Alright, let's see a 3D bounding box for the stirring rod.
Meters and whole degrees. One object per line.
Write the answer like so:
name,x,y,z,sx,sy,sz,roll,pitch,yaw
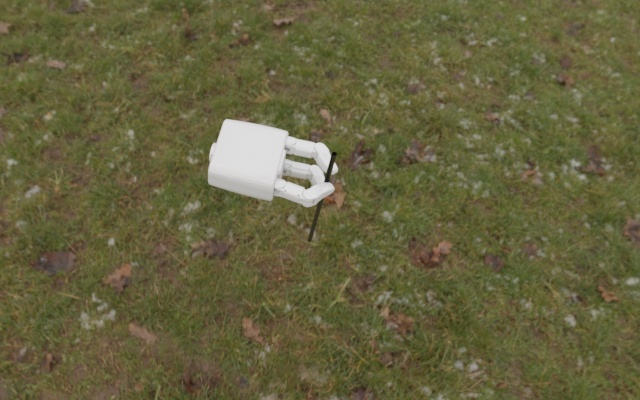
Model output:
stirring rod,0.000,0.003,0.815,0.011,0.011,0.240,0,-38,-13
